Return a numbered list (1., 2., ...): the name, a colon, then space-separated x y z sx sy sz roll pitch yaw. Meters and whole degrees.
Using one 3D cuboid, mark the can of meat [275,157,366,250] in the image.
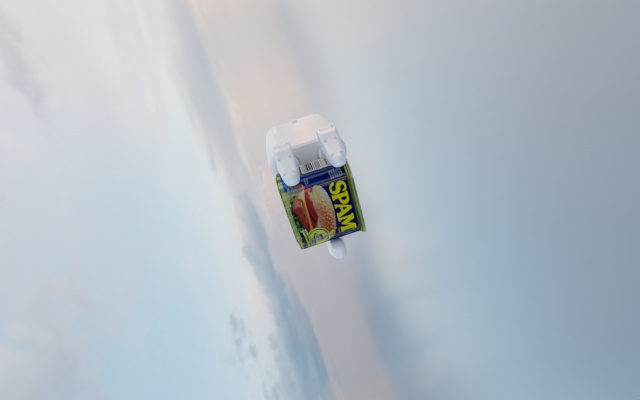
1. can of meat: 0.000 0.002 0.565 0.084 0.102 0.057 -18 32 -2
